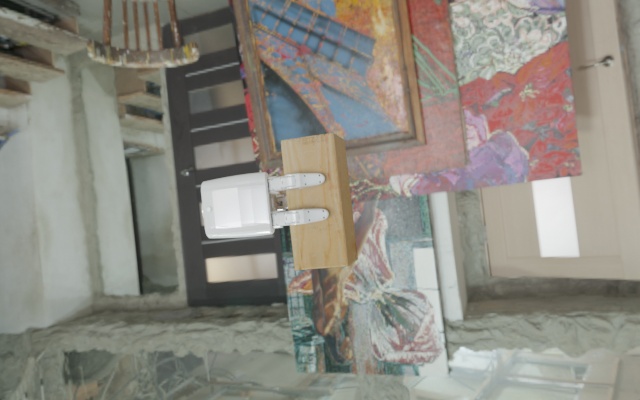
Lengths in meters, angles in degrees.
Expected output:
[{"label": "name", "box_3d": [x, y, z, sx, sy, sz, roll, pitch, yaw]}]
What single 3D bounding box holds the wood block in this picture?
[{"label": "wood block", "box_3d": [0.000, 0.003, 0.781, 0.090, 0.206, 0.091, -7, -1, 13]}]
